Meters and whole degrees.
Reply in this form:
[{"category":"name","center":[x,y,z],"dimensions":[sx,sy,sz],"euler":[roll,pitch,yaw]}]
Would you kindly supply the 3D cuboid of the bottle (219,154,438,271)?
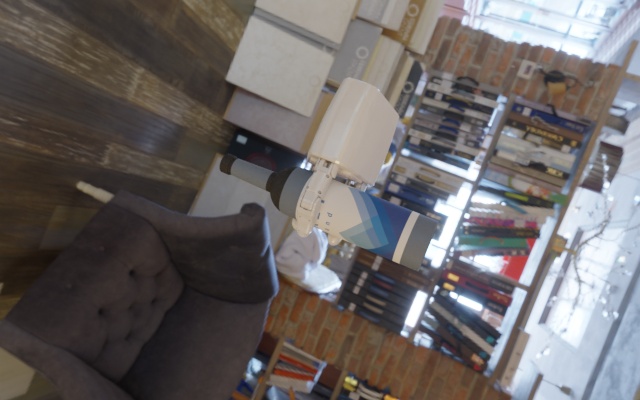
[{"category":"bottle","center":[0.000,0.002,0.619],"dimensions":[0.295,0.069,0.069],"euler":[22,6,15]}]
